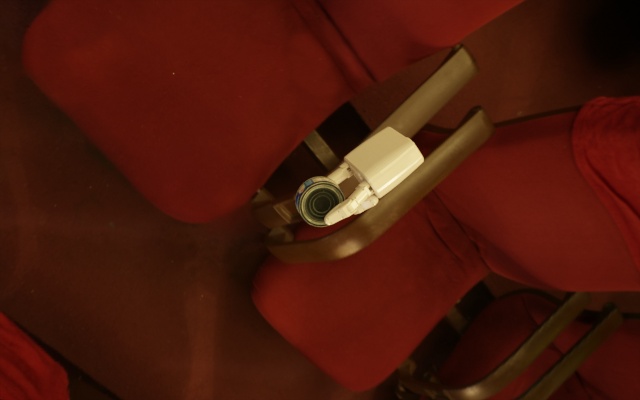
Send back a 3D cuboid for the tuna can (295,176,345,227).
[{"bbox_3d":[0.000,0.003,0.843,0.086,0.086,0.033,0,18,-13],"label":"tuna can"}]
